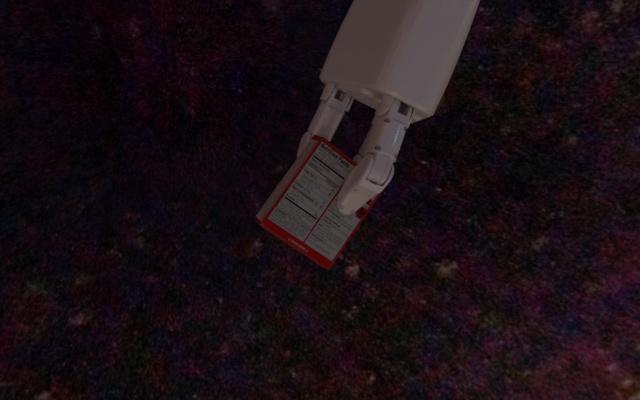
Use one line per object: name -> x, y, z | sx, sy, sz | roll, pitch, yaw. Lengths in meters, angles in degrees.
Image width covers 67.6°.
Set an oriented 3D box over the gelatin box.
gelatin box -> 0.000, 0.002, 0.403 | 0.073, 0.089, 0.030 | 36, -3, -21
